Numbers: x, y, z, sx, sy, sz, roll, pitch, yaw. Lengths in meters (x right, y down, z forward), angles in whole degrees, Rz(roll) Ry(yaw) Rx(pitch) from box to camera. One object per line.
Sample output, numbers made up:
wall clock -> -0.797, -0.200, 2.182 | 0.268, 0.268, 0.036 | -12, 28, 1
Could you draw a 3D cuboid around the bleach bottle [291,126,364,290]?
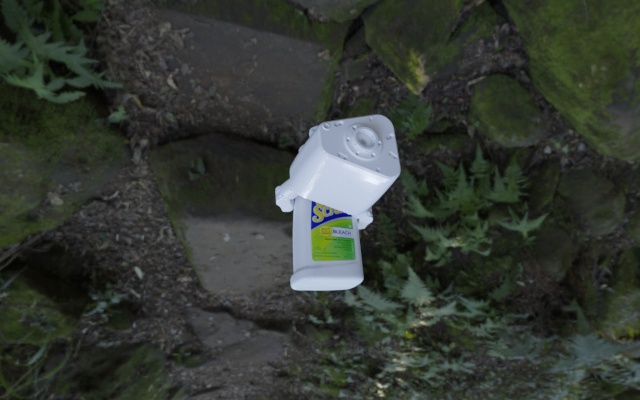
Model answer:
bleach bottle -> 0.000, 0.002, 0.706 | 0.102, 0.250, 0.068 | 4, -25, -20
